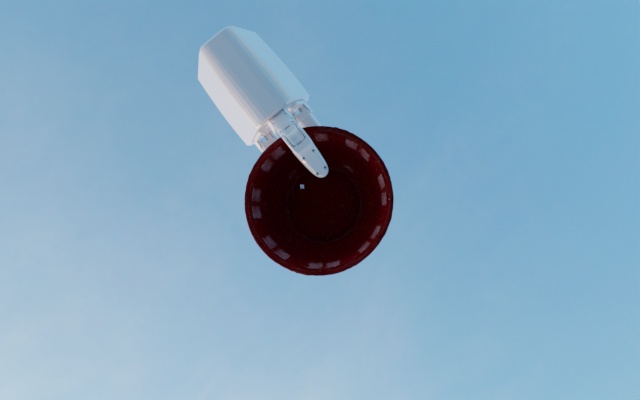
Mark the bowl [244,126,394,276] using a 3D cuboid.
[{"bbox_3d":[0.001,0.003,0.534,0.162,0.162,0.055,0,-6,8],"label":"bowl"}]
